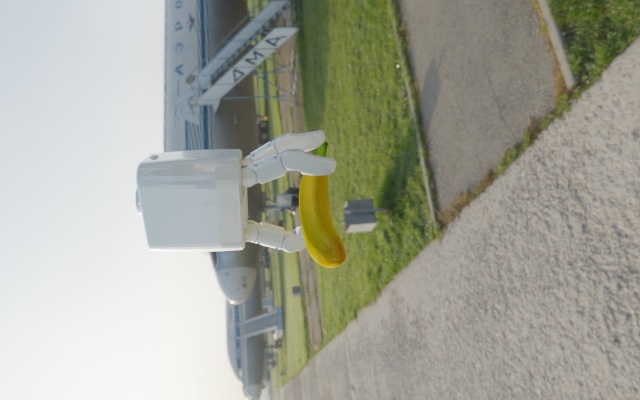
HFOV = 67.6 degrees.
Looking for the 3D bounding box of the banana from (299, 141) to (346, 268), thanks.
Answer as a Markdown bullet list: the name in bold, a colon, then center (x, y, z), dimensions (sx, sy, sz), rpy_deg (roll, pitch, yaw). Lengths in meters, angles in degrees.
- **banana**: center (-0.002, 0.014, 0.524), dimensions (0.037, 0.070, 0.197), rpy_deg (1, 40, -8)
